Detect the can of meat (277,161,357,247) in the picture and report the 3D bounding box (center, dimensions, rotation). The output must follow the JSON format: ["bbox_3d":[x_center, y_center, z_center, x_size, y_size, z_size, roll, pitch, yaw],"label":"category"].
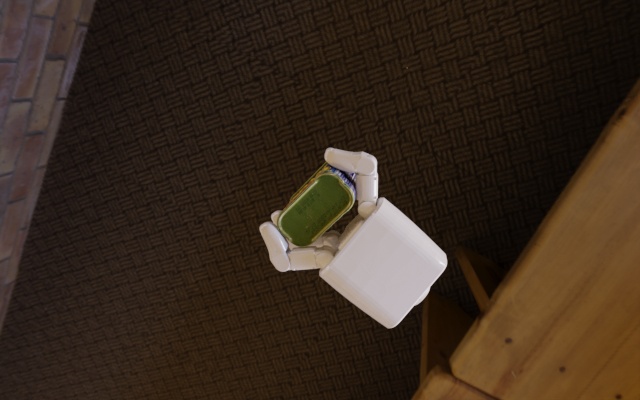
[{"bbox_3d":[0.000,0.002,0.573,0.102,0.057,0.084,-44,4,18],"label":"can of meat"}]
